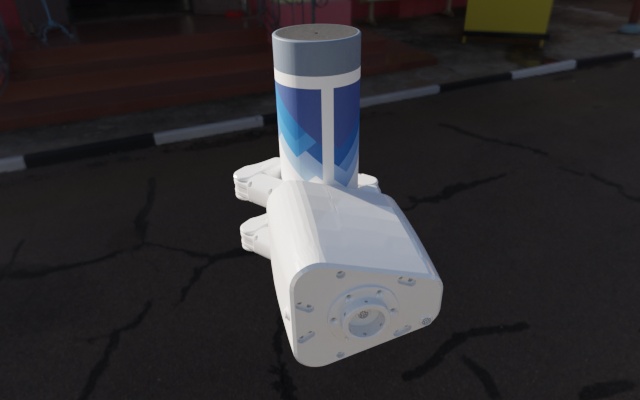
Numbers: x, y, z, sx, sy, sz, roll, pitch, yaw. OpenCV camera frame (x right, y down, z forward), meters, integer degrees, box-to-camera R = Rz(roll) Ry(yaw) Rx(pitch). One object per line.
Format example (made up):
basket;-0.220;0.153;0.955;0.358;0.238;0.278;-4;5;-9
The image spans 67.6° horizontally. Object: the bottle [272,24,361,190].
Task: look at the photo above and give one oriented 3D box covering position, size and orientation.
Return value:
bottle;0.000;0.001;0.430;0.069;0.296;0.069;-1;30;1
